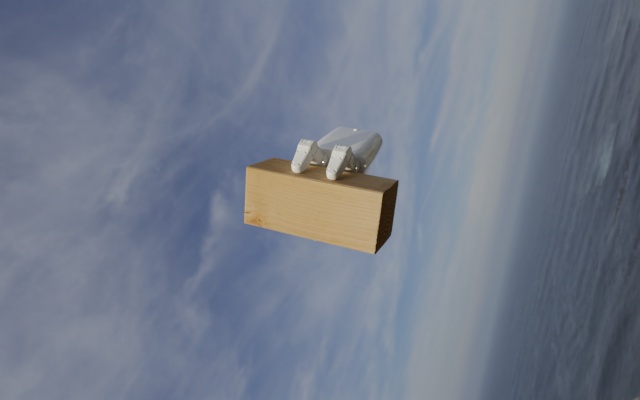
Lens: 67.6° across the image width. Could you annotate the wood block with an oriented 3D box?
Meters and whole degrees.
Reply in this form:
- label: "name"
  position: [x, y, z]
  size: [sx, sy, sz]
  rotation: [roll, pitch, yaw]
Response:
- label: "wood block"
  position: [0.000, 0.002, 0.707]
  size: [0.206, 0.091, 0.090]
  rotation: [12, 19, 21]
